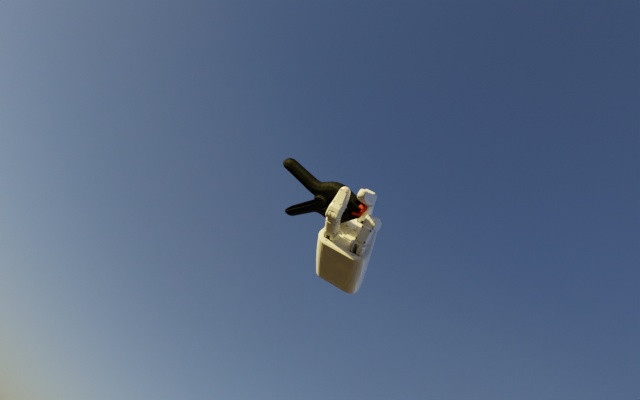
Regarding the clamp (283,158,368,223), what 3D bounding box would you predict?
[{"bbox_3d":[0.001,0.002,0.865,0.171,0.120,0.039,28,47,21],"label":"clamp"}]
